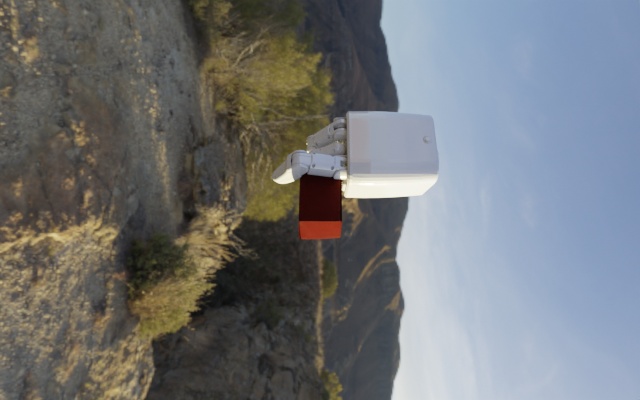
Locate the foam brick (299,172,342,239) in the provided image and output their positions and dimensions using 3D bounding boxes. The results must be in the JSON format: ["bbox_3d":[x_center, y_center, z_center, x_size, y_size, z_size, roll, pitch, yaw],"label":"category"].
[{"bbox_3d":[0.000,0.002,0.579,0.051,0.078,0.053,1,-26,-1],"label":"foam brick"}]
